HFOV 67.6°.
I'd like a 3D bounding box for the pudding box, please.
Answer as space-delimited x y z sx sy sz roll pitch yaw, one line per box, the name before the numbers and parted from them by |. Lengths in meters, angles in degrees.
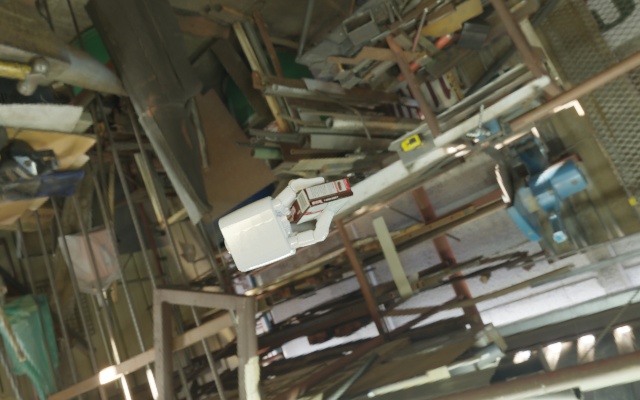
pudding box | 0.000 0.003 0.879 0.090 0.039 0.113 -16 -13 -21
